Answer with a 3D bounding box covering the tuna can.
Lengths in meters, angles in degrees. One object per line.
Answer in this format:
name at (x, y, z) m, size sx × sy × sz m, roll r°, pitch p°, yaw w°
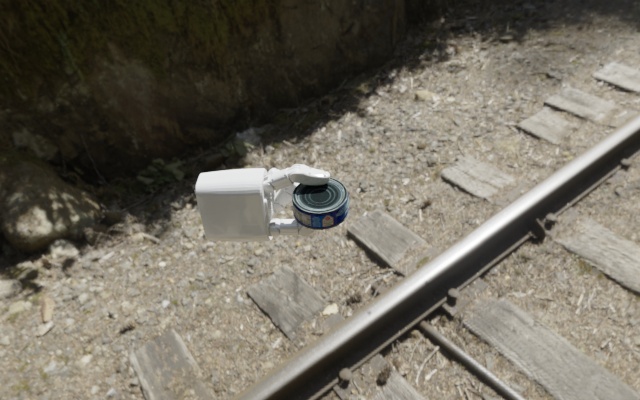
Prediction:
tuna can at (0.000, 0.002, 0.716) m, size 0.086 × 0.034 × 0.086 m, roll -2°, pitch 42°, yaw 2°
